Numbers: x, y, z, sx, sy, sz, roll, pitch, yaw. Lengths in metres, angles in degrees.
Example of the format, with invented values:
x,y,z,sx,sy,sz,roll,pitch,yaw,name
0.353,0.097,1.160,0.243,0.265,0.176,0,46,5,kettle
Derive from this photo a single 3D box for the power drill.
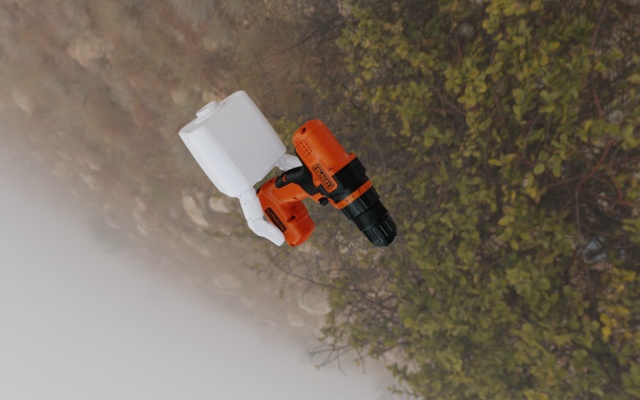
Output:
x,y,z,sx,sy,sz,roll,pitch,yaw,name
0.000,0.002,0.650,0.057,0.184,0.188,-37,3,-38,power drill
